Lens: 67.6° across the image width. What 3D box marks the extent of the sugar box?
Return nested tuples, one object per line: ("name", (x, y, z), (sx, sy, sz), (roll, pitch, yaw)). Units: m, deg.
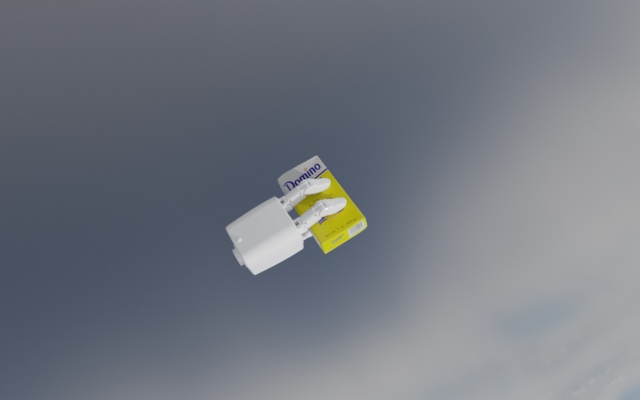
("sugar box", (0.000, 0.003, 0.885), (0.093, 0.176, 0.048), (-31, -31, -9))
